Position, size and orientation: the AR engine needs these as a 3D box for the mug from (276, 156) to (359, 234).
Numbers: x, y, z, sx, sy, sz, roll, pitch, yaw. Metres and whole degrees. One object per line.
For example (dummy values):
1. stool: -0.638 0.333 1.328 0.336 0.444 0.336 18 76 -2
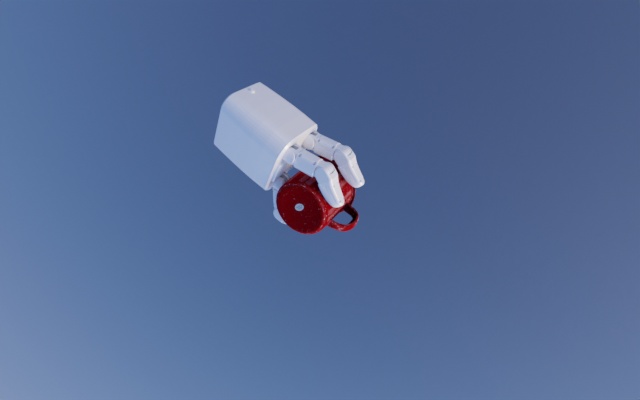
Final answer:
1. mug: 0.001 0.003 0.670 0.117 0.093 0.081 38 40 7
